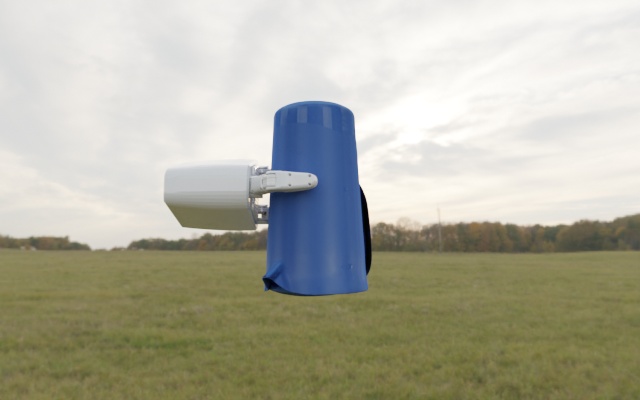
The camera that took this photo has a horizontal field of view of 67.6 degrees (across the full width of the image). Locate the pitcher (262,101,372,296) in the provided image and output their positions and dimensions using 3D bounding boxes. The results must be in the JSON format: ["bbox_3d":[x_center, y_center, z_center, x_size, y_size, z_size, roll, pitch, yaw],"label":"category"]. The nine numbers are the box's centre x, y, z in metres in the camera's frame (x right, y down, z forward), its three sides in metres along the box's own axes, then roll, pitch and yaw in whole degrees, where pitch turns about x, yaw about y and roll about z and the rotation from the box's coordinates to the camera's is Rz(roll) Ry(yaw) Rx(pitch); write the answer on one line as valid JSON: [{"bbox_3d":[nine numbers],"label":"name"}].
[{"bbox_3d":[0.000,0.002,0.630,0.145,0.243,0.149,0,-6,0],"label":"pitcher"}]
